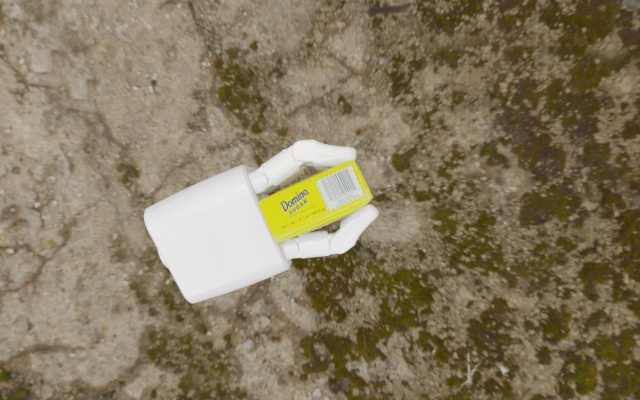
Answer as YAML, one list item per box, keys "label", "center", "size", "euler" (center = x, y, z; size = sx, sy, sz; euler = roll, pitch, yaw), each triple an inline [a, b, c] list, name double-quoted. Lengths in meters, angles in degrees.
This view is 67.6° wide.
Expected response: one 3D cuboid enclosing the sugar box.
- label: "sugar box"
  center: [0.000, 0.001, 0.490]
  size: [0.093, 0.048, 0.176]
  euler: [-23, 0, 2]
